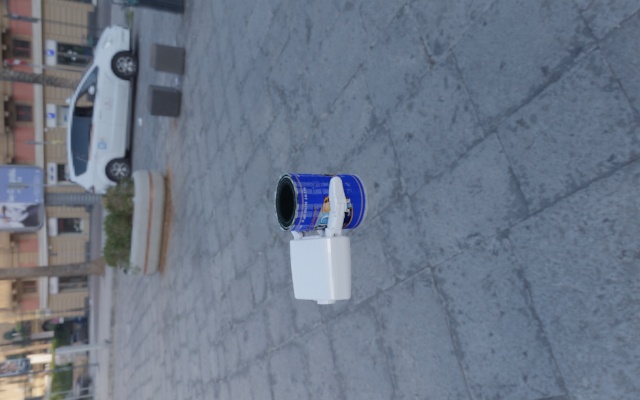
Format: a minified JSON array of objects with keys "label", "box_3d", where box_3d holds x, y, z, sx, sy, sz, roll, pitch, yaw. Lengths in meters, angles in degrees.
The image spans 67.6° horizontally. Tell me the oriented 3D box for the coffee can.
[{"label":"coffee can","box_3d":[0.000,0.003,0.856,0.140,0.103,0.103,0,0,-27]}]
